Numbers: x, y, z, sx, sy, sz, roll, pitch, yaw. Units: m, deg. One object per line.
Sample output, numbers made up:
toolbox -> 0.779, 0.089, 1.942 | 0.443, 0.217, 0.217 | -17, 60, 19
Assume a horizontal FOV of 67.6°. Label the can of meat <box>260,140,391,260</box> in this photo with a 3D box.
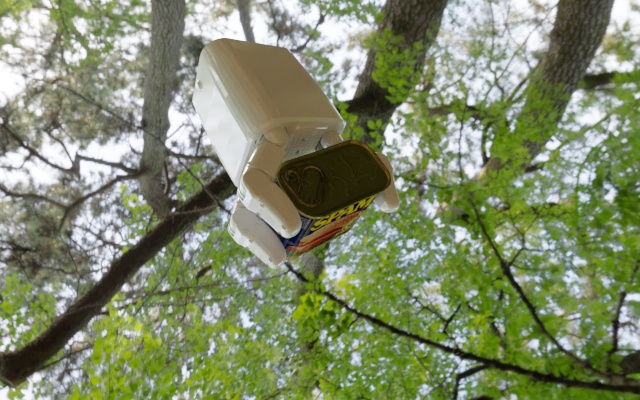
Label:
can of meat -> 0.000, 0.002, 0.427 | 0.102, 0.057, 0.084 | -23, -21, -33
